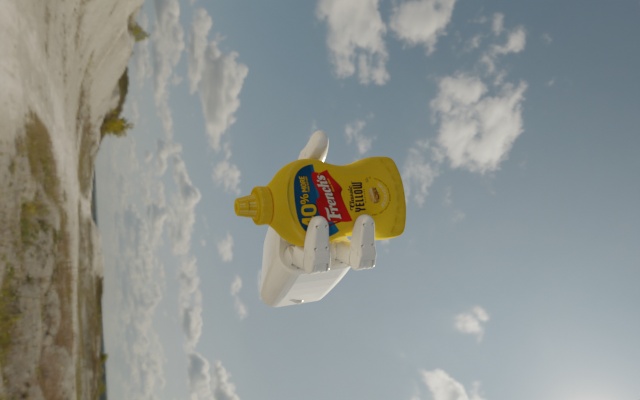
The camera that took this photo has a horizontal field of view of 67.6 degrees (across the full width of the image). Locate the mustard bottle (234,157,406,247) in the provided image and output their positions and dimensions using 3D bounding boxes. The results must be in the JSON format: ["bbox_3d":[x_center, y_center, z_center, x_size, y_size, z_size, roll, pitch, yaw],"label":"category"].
[{"bbox_3d":[0.000,0.002,0.527,0.191,0.096,0.058,-4,-7,-25],"label":"mustard bottle"}]
